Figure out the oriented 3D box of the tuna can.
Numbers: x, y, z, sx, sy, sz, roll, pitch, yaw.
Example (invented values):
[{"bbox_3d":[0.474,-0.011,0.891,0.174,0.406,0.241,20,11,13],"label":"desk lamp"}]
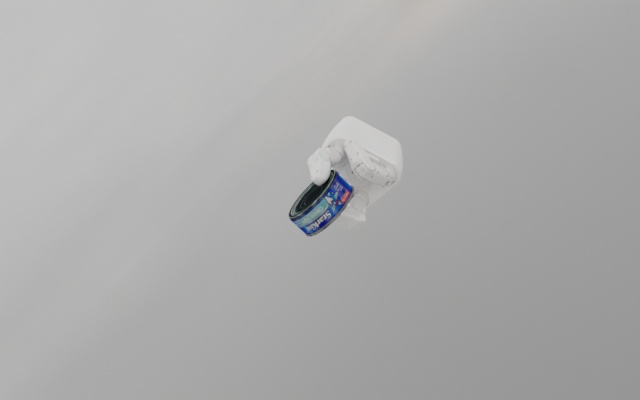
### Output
[{"bbox_3d":[0.000,0.002,0.597,0.034,0.086,0.086,44,-14,-15],"label":"tuna can"}]
